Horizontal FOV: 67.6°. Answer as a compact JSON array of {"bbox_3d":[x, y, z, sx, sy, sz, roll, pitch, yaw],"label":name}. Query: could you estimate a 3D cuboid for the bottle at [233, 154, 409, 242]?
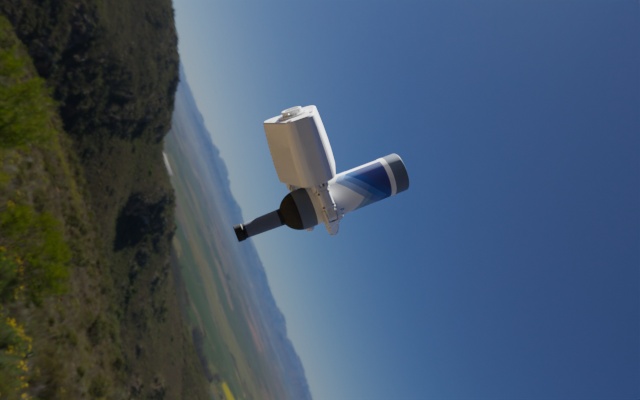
[{"bbox_3d":[0.000,0.003,0.789,0.295,0.069,0.069,-21,4,-10],"label":"bottle"}]
